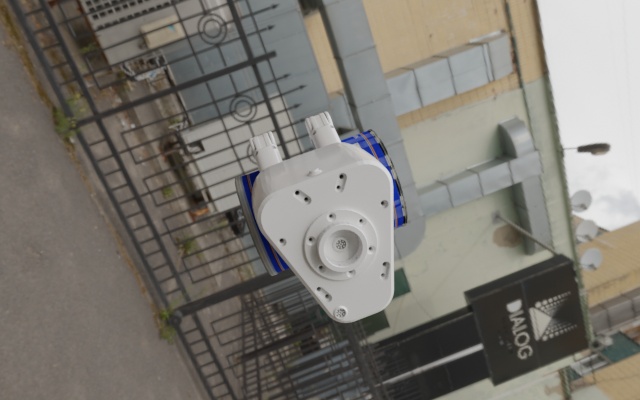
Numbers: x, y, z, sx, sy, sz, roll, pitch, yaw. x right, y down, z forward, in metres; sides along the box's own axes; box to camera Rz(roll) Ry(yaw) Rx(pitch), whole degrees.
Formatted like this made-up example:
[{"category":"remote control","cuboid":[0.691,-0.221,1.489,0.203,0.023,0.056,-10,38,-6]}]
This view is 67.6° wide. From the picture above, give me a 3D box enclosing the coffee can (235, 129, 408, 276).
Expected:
[{"category":"coffee can","cuboid":[0.000,0.002,0.470,0.140,0.103,0.103,-20,1,-3]}]
